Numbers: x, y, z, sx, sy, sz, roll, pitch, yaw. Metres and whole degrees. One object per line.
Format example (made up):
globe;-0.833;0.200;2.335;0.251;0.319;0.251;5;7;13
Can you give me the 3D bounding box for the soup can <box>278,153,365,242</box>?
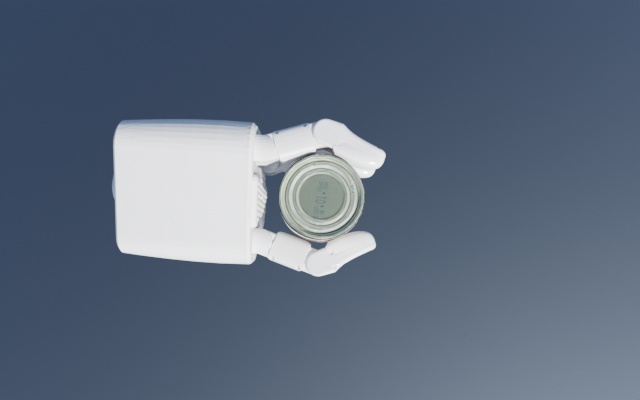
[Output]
soup can;0.001;0.001;0.408;0.068;0.068;0.102;0;-5;-1
